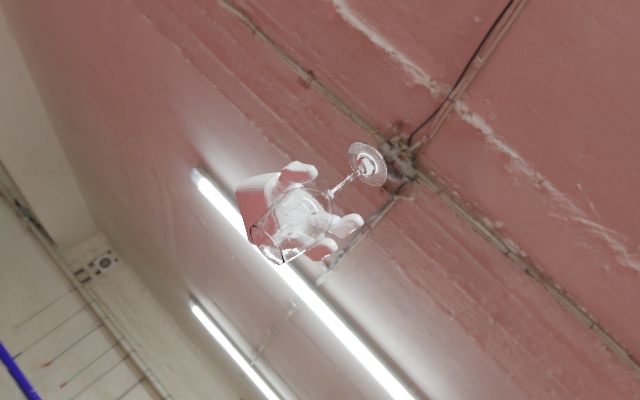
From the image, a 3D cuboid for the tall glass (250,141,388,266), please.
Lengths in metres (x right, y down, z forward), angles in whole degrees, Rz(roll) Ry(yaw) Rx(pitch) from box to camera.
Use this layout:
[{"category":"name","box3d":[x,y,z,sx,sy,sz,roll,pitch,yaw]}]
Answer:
[{"category":"tall glass","box3d":[0.001,0.002,0.640,0.201,0.079,0.079,-39,21,-29]}]
